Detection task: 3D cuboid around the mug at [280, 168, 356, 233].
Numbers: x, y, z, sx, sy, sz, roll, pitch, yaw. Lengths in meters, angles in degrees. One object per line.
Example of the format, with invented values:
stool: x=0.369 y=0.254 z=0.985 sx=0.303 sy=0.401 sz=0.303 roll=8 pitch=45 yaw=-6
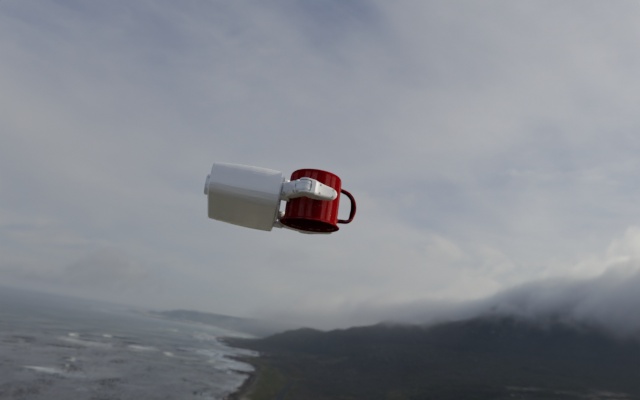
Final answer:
mug: x=0.002 y=0.002 z=0.746 sx=0.117 sy=0.081 sz=0.093 roll=10 pitch=-15 yaw=-9
